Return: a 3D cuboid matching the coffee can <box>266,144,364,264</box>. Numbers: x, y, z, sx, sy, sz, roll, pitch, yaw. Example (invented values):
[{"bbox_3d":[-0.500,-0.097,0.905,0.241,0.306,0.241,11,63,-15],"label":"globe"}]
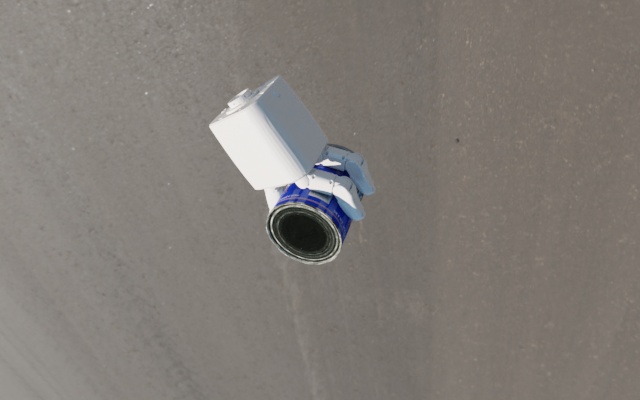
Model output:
[{"bbox_3d":[0.000,0.002,0.652,0.103,0.103,0.140,0,37,23],"label":"coffee can"}]
